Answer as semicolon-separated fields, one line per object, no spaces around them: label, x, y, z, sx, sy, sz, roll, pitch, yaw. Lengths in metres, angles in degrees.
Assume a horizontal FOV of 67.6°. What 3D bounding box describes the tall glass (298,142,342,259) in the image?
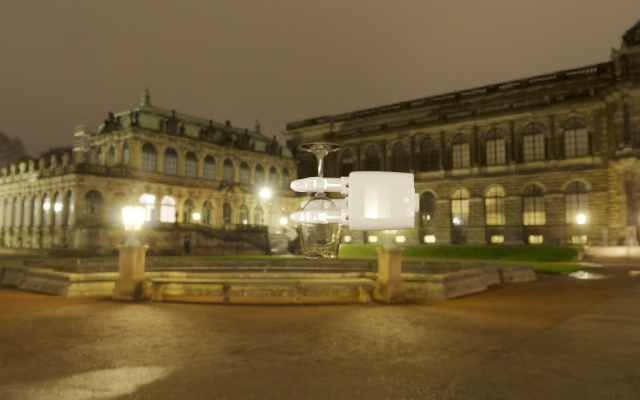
tall glass;0.000;0.002;0.849;0.079;0.201;0.079;0;-5;0
